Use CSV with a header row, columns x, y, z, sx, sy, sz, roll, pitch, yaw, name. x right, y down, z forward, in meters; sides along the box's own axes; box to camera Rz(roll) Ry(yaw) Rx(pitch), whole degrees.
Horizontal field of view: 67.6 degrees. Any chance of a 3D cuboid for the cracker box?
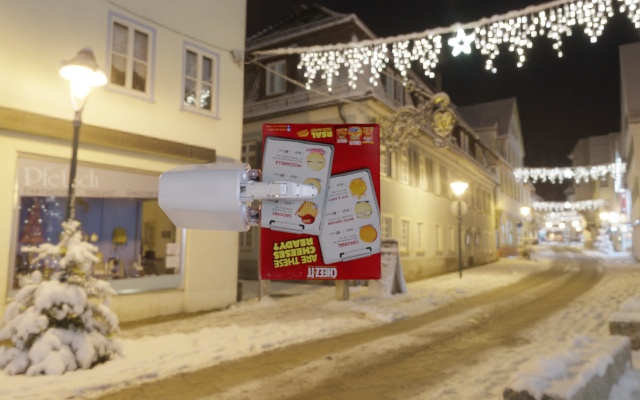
x,y,z,sx,sy,sz,roll,pitch,yaw,name
0.000,0.002,0.671,0.164,0.213,0.072,0,-6,1,cracker box
